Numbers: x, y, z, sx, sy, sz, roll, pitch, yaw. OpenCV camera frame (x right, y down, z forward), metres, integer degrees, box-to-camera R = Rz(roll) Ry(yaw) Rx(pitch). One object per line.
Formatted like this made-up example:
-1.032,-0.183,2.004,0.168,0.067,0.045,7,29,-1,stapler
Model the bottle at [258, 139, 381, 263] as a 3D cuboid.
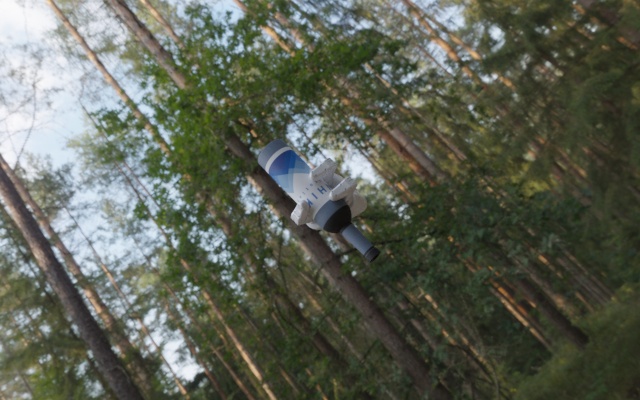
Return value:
0.000,0.003,0.900,0.295,0.069,0.069,45,17,18,bottle
